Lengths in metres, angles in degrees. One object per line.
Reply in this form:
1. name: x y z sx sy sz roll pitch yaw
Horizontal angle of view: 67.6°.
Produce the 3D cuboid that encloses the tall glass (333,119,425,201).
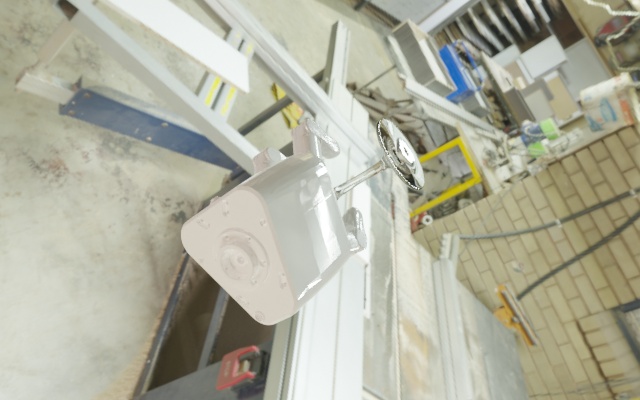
1. tall glass: 0.001 0.001 0.485 0.201 0.079 0.079 -31 -17 30
